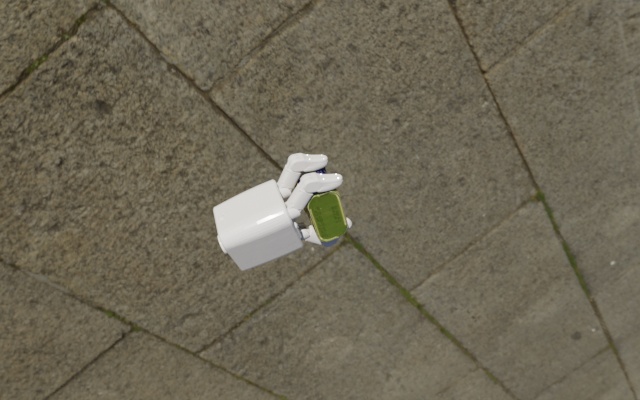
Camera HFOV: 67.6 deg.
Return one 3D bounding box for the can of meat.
[{"bbox_3d":[0.000,0.003,0.750,0.057,0.102,0.084,-22,40,-4],"label":"can of meat"}]
